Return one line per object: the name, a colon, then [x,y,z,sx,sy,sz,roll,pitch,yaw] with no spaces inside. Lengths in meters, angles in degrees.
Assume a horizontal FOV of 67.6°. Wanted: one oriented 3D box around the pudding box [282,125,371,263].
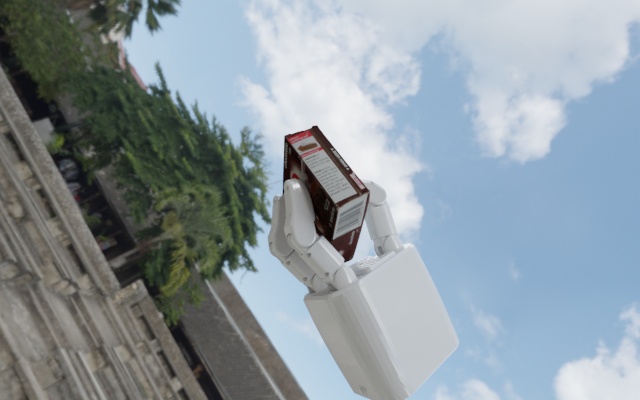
pudding box: [0.000,0.001,0.444,0.039,0.090,0.114,-23,-31,-24]
